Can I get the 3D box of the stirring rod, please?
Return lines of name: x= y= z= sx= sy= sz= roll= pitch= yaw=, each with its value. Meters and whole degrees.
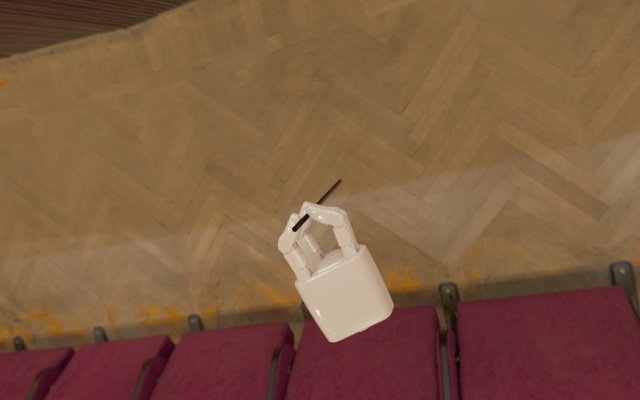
stirring rod: x=0.000 y=0.002 z=0.749 sx=0.011 sy=0.011 sz=0.239 roll=0 pitch=18 yaw=18
